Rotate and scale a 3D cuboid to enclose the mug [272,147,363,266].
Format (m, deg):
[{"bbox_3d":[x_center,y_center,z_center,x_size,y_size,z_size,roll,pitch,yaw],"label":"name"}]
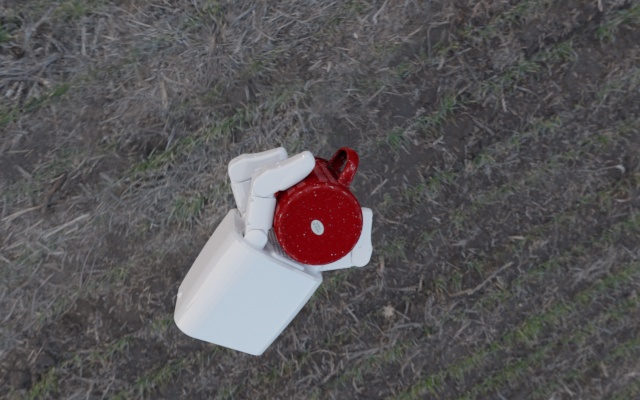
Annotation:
[{"bbox_3d":[0.001,0.000,0.459,0.093,0.117,0.081,33,10,-20],"label":"mug"}]
